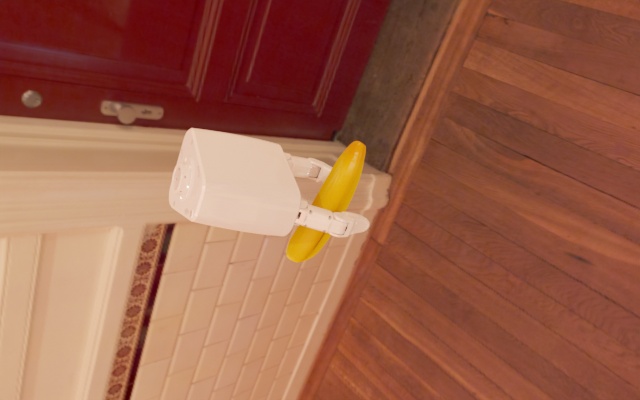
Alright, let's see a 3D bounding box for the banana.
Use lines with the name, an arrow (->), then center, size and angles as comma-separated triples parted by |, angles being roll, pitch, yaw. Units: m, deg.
banana -> -0.001, 0.017, 0.566 | 0.037, 0.069, 0.198 | 19, -48, -17
